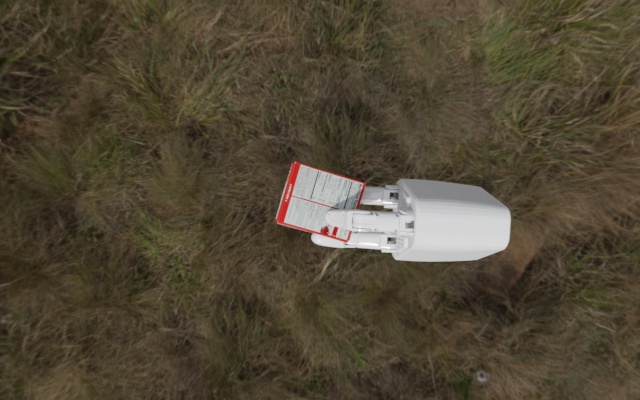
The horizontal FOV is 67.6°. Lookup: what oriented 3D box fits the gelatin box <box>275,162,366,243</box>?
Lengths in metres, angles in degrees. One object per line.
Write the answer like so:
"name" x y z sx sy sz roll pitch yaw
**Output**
"gelatin box" 0.000 0.002 0.554 0.089 0.073 0.030 16 1 -9
